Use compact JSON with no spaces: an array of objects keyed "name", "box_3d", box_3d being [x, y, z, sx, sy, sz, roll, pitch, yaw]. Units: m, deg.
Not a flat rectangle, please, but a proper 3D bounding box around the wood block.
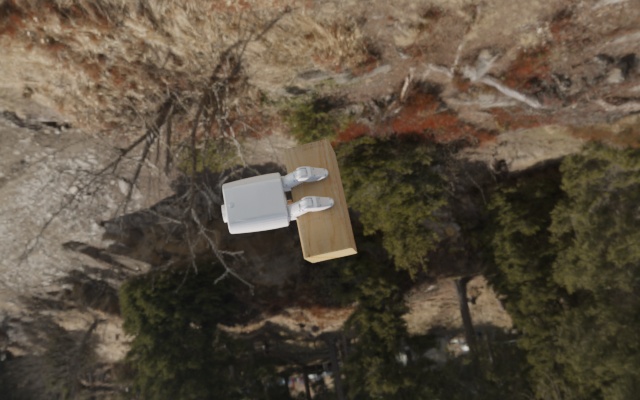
[{"name":"wood block","box_3d":[0.000,0.003,0.894,0.090,0.206,0.091,-13,-14,6]}]
